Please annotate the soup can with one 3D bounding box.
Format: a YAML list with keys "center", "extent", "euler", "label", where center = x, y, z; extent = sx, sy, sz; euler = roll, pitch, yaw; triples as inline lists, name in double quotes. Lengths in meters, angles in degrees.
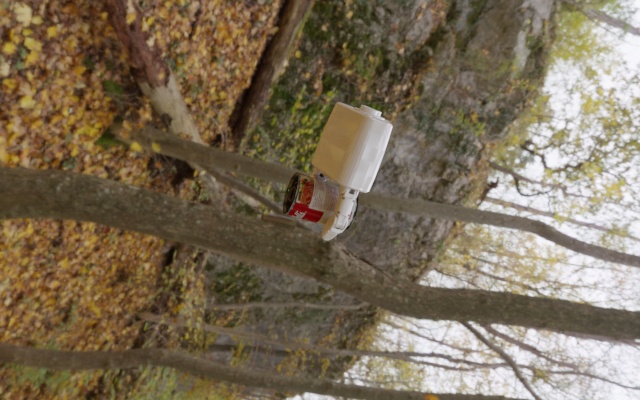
- center: [0.000, 0.003, 0.749]
  extent: [0.102, 0.068, 0.068]
  euler: [17, -5, -17]
  label: "soup can"
